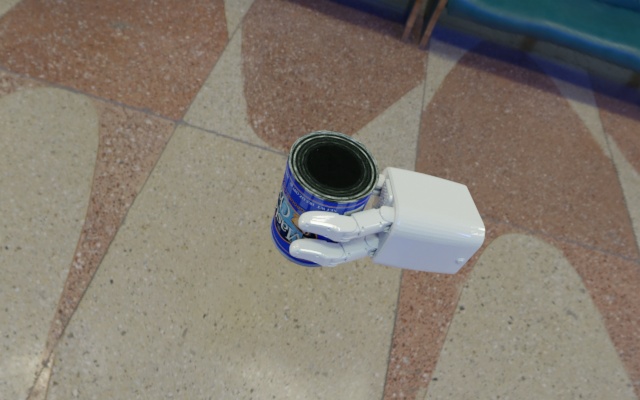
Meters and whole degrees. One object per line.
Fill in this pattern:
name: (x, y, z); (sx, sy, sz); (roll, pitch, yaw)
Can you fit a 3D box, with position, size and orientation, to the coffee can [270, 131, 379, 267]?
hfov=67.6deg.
coffee can: (0.000, 0.002, 0.573); (0.103, 0.102, 0.140); (0, -36, -16)
